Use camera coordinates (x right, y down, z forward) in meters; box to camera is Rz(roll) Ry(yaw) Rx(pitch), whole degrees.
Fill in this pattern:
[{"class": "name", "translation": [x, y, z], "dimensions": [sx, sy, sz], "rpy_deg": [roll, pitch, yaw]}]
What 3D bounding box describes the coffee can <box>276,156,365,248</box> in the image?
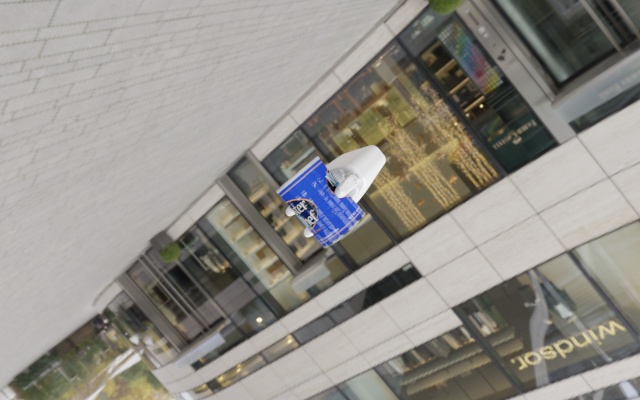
[{"class": "coffee can", "translation": [0.000, 0.003, 0.892], "dimensions": [0.103, 0.140, 0.103], "rpy_deg": [-40, 3, 3]}]
